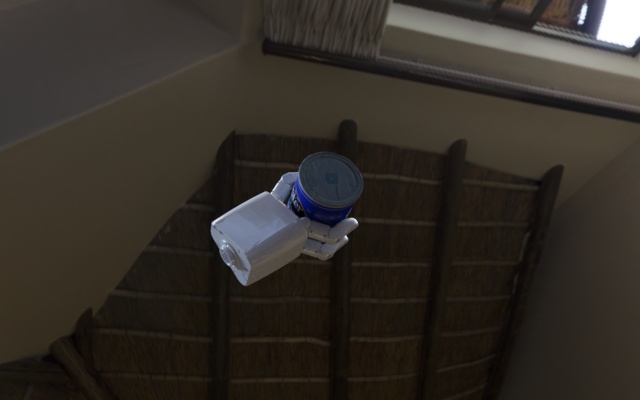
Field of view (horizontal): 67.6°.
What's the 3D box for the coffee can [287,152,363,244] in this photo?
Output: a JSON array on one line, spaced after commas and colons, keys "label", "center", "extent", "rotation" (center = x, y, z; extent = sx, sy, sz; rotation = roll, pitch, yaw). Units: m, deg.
[{"label": "coffee can", "center": [0.000, 0.002, 0.788], "extent": [0.103, 0.102, 0.140], "rotation": [0, -33, -17]}]
